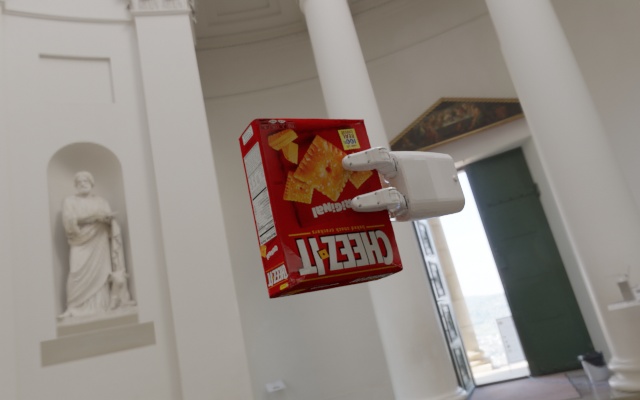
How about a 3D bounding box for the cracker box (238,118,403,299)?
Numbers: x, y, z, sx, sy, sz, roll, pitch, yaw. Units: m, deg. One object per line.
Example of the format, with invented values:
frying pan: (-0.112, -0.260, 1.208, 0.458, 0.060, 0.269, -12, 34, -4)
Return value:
cracker box: (0.000, 0.002, 0.608, 0.164, 0.213, 0.072, -4, -18, -30)
